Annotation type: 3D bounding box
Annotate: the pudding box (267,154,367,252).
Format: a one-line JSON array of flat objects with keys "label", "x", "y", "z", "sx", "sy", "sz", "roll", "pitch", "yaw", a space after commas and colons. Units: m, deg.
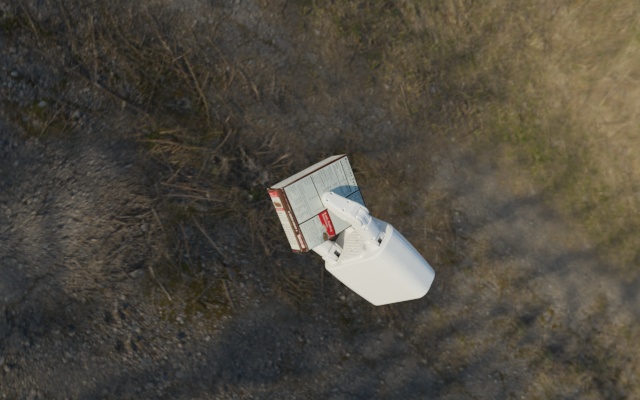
[{"label": "pudding box", "x": 0.000, "y": 0.002, "z": 0.610, "sx": 0.113, "sy": 0.090, "sz": 0.039, "roll": -29, "pitch": 14, "yaw": -33}]
